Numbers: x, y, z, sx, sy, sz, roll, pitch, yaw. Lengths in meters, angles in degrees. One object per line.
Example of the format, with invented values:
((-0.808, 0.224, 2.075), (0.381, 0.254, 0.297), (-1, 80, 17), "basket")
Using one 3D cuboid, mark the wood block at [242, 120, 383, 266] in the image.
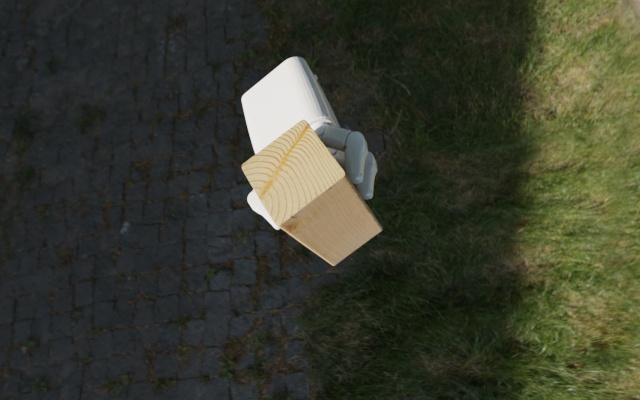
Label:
((0.000, 0.002, 0.595), (0.091, 0.090, 0.206), (-36, -26, 4), "wood block")
